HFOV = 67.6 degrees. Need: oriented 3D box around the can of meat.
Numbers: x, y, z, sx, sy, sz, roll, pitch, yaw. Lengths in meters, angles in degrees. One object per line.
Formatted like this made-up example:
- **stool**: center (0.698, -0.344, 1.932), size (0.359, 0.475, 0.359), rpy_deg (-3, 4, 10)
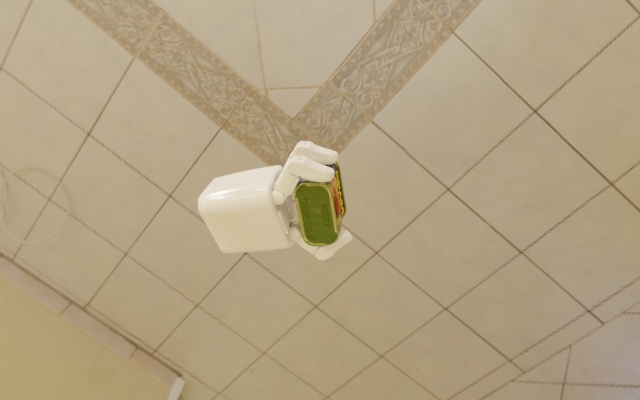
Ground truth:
- **can of meat**: center (0.000, 0.002, 0.669), size (0.057, 0.102, 0.084), rpy_deg (-5, 25, 11)
